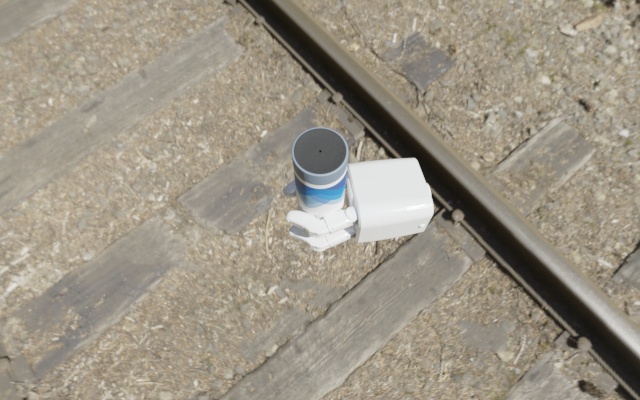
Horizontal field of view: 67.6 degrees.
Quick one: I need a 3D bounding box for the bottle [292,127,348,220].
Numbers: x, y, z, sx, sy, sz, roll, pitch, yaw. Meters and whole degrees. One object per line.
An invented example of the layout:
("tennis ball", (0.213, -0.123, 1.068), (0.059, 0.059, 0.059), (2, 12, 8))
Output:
("bottle", (0.000, 0.002, 0.690), (0.069, 0.069, 0.296), (0, -24, 0))
